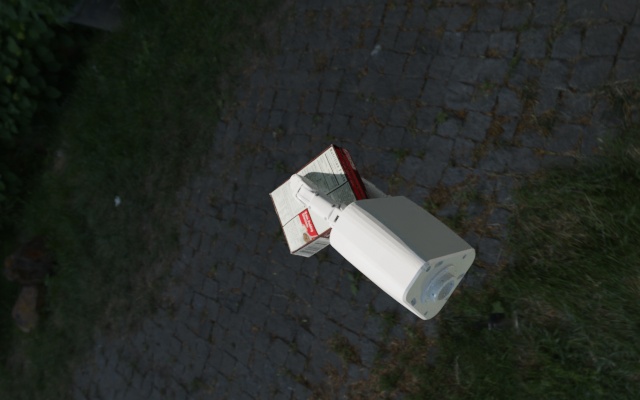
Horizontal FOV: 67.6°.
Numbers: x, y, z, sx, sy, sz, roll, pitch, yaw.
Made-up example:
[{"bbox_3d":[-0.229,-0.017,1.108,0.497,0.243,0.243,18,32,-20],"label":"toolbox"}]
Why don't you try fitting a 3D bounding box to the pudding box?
[{"bbox_3d":[0.000,0.002,0.567,0.113,0.090,0.039,-35,-28,26],"label":"pudding box"}]
